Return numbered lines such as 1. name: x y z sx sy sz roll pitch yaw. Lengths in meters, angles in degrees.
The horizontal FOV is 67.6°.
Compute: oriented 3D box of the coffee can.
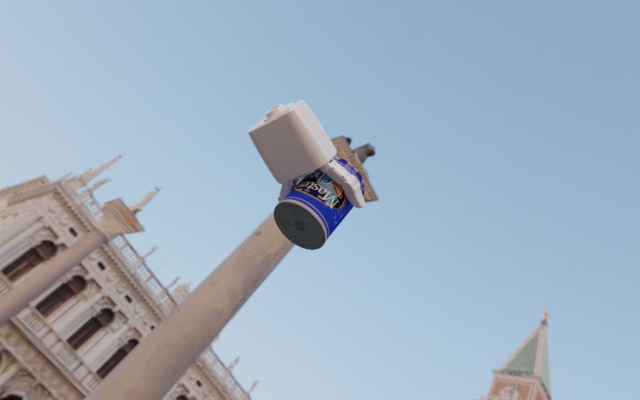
1. coffee can: 0.000 0.003 0.832 0.103 0.103 0.140 0 36 40
